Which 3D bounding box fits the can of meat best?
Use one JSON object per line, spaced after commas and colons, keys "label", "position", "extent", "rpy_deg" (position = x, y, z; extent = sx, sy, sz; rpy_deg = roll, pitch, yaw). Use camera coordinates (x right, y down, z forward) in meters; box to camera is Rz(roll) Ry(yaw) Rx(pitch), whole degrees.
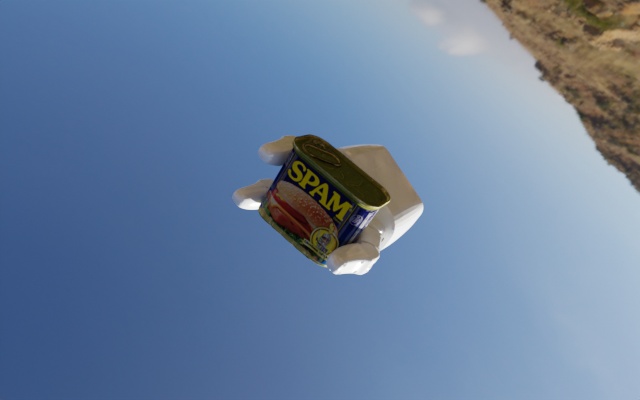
{"label": "can of meat", "position": [0.000, 0.002, 0.455], "extent": [0.102, 0.084, 0.057], "rpy_deg": [41, 28, 13]}
